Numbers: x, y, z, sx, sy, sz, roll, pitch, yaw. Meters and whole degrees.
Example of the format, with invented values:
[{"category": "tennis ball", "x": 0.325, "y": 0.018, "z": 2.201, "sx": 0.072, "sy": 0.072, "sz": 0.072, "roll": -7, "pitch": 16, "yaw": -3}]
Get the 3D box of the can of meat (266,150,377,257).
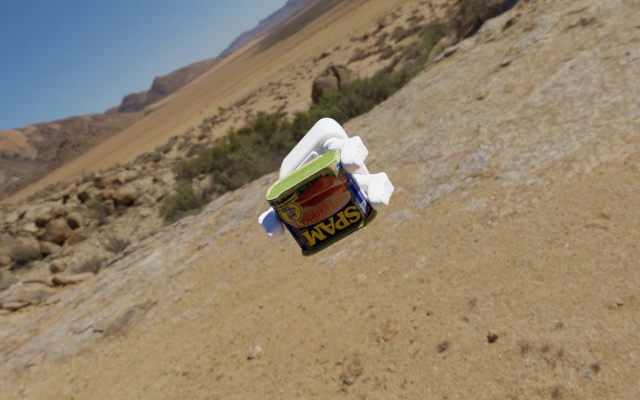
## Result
[{"category": "can of meat", "x": 0.000, "y": 0.002, "z": 0.549, "sx": 0.102, "sy": 0.084, "sz": 0.057, "roll": -30, "pitch": 20, "yaw": 11}]
